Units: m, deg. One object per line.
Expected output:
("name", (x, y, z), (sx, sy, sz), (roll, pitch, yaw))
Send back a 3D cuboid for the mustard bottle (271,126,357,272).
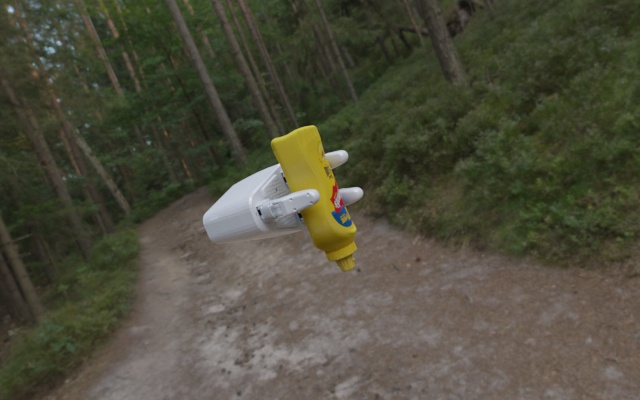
("mustard bottle", (0.000, 0.002, 0.615), (0.058, 0.191, 0.096), (-20, 6, 13))
